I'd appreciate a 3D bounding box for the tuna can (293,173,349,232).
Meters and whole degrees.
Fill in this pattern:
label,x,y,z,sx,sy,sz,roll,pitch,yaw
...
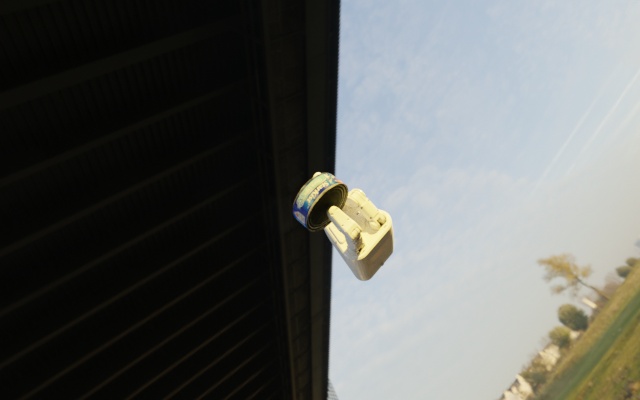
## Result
label,x,y,z,sx,sy,sz,roll,pitch,yaw
tuna can,0.000,0.002,0.701,0.033,0.086,0.086,39,20,27
